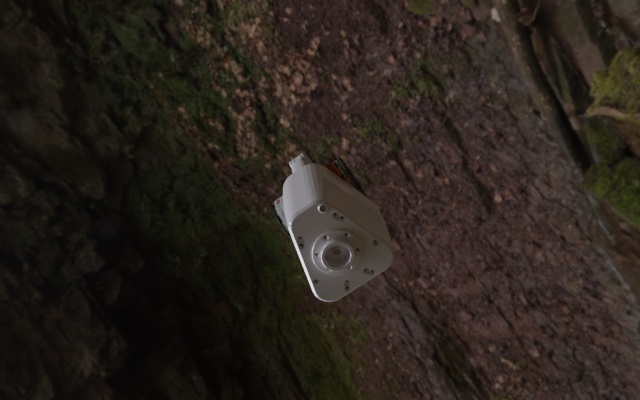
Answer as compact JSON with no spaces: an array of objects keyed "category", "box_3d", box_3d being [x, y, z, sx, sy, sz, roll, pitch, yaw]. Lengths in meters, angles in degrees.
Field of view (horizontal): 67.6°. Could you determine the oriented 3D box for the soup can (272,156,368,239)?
[{"category":"soup can","box_3d":[0.000,0.002,0.592,0.102,0.068,0.068,-34,-6,9]}]
